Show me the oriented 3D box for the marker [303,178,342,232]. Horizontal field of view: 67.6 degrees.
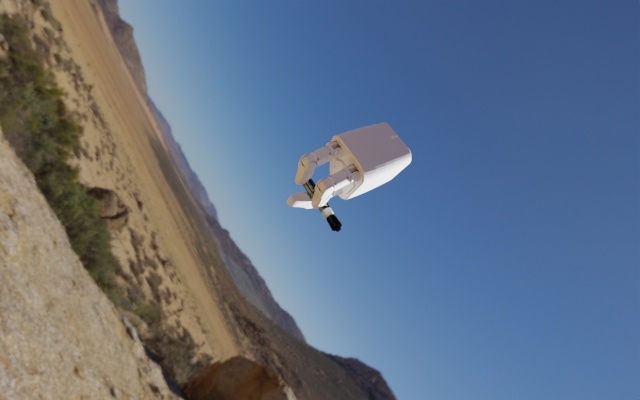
[{"bbox_3d":[0.000,0.003,0.799,0.020,0.121,0.020,-27,-26,-14],"label":"marker"}]
